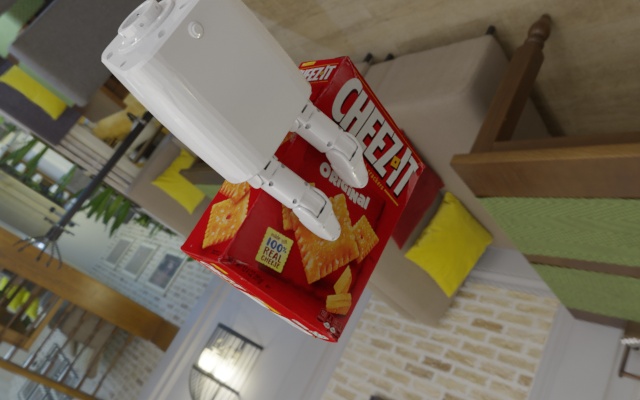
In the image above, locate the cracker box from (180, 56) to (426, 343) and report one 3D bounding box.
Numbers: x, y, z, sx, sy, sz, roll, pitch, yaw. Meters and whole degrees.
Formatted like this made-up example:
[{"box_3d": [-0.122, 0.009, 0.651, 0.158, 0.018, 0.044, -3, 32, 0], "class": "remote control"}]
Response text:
[{"box_3d": [0.000, 0.002, 0.449, 0.072, 0.213, 0.164, 9, -28, 46], "class": "cracker box"}]
